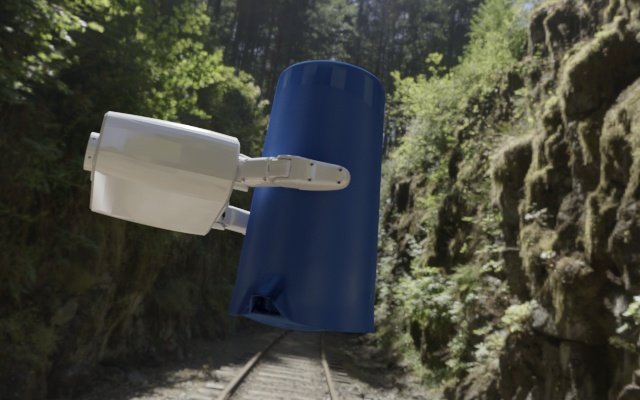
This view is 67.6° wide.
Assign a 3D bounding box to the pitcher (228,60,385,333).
[{"bbox_3d":[0.000,0.001,0.465,0.145,0.242,0.149,12,-12,-20],"label":"pitcher"}]
